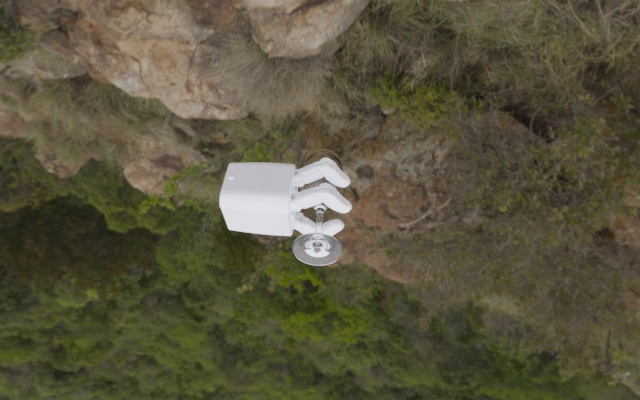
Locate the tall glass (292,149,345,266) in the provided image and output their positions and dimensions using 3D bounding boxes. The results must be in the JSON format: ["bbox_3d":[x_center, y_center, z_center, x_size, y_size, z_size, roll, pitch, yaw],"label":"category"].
[{"bbox_3d":[0.000,0.003,0.767,0.079,0.079,0.200,2,45,2],"label":"tall glass"}]
